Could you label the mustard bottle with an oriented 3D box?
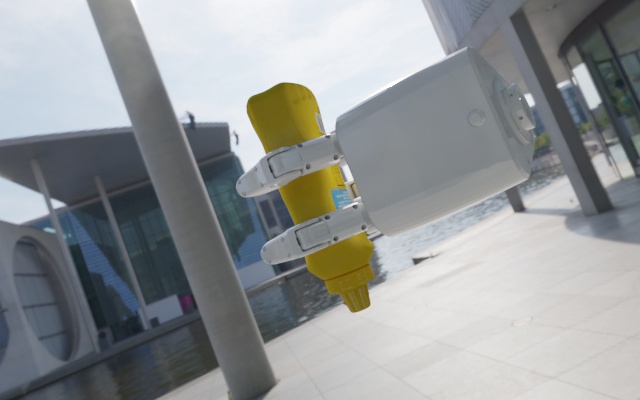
[{"bbox_3d":[0.000,0.001,0.405,0.058,0.191,0.096,-22,-5,9],"label":"mustard bottle"}]
